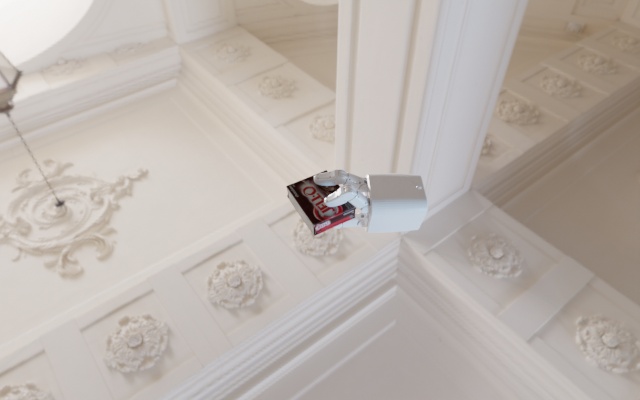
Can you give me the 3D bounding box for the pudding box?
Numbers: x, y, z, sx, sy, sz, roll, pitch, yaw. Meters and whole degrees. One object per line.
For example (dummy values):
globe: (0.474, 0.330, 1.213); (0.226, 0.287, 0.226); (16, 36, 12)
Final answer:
pudding box: (0.000, 0.003, 0.897); (0.090, 0.039, 0.113); (-22, 50, -20)
